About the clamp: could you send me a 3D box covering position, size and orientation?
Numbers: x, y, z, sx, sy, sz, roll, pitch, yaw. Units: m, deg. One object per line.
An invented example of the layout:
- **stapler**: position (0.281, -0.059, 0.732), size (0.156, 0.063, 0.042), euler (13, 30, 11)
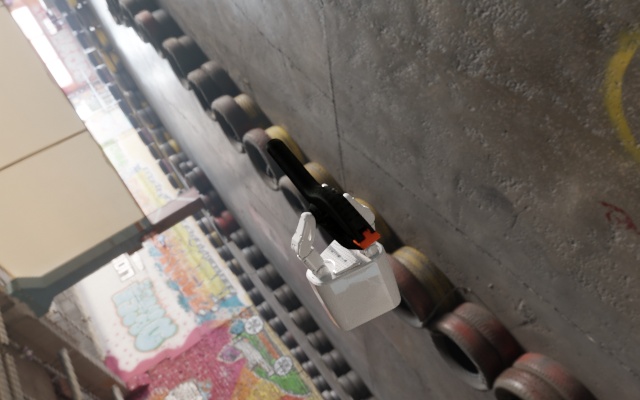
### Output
- **clamp**: position (0.000, 0.003, 0.640), size (0.036, 0.165, 0.210), euler (-36, 31, -16)
